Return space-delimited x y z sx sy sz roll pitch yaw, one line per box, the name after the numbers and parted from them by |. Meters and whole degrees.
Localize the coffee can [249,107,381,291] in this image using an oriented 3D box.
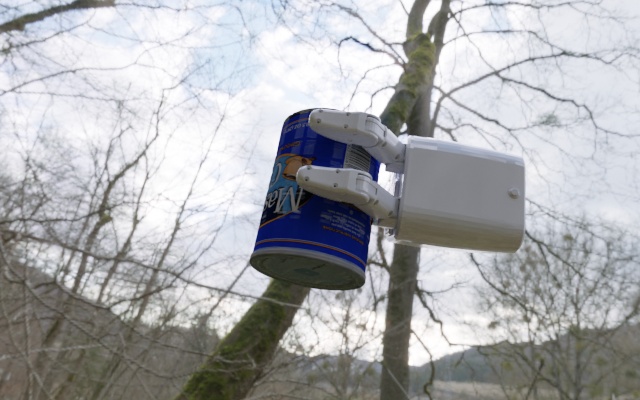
0.000 0.002 0.443 0.103 0.140 0.103 9 -23 4 | coffee can
